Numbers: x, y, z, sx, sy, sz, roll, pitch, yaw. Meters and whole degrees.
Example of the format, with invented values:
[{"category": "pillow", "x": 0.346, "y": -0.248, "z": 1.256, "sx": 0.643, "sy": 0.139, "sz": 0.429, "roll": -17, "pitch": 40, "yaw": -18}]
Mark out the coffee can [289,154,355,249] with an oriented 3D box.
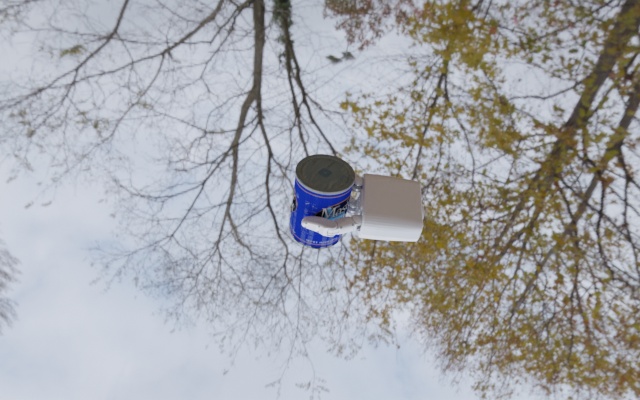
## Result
[{"category": "coffee can", "x": 0.000, "y": 0.003, "z": 0.857, "sx": 0.103, "sy": 0.140, "sz": 0.102, "roll": 5, "pitch": 42, "yaw": -5}]
